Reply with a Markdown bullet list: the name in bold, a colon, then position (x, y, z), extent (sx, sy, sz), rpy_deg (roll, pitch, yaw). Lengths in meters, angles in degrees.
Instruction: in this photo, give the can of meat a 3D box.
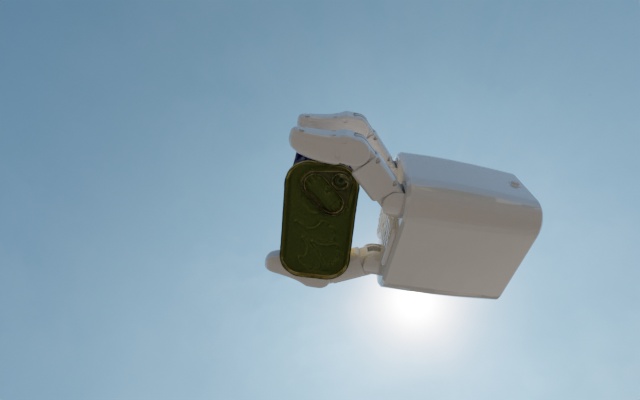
- **can of meat**: position (0.000, 0.001, 0.410), extent (0.057, 0.102, 0.084), rpy_deg (6, 24, 0)
